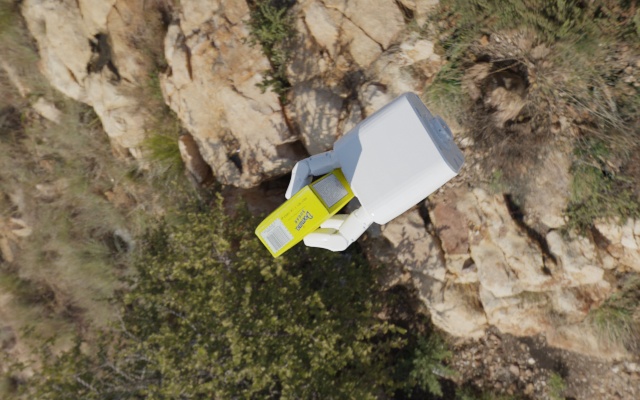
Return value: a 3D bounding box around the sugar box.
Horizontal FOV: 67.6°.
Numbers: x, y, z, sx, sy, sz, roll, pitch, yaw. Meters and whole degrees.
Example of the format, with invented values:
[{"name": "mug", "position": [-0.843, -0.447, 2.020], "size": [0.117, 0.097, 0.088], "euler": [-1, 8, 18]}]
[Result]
[{"name": "sugar box", "position": [0.000, 0.002, 0.592], "size": [0.093, 0.048, 0.176], "euler": [-39, -4, 28]}]
